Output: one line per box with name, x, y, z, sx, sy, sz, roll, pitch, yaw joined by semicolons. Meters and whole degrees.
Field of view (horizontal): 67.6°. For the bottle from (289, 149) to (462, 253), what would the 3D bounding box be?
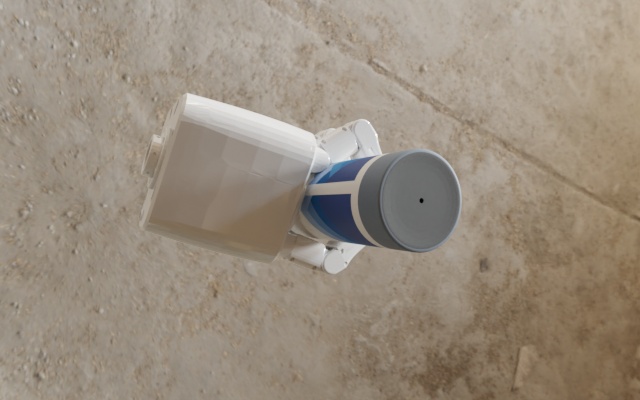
bottle;0.000;0.001;0.435;0.069;0.069;0.295;0;-1;-26
